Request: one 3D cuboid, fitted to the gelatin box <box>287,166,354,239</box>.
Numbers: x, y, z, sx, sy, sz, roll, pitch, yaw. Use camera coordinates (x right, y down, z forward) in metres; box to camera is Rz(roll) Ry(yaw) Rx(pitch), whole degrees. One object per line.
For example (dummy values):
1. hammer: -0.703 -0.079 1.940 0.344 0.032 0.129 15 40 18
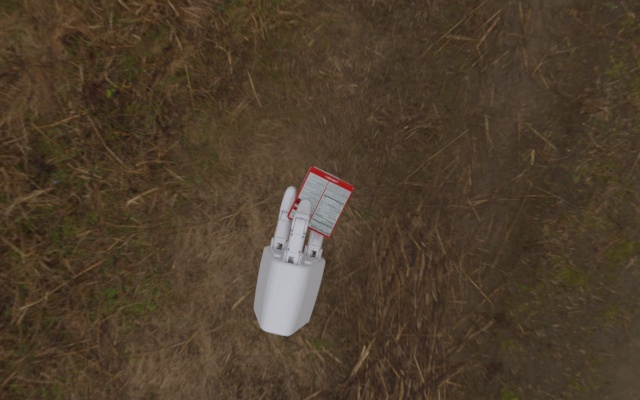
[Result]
1. gelatin box: 0.000 0.002 0.728 0.073 0.089 0.030 26 9 1
